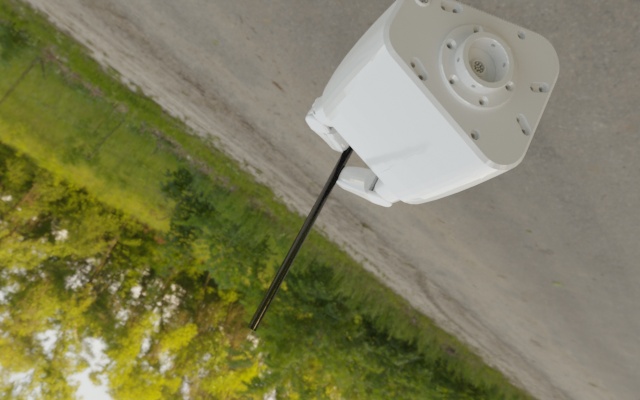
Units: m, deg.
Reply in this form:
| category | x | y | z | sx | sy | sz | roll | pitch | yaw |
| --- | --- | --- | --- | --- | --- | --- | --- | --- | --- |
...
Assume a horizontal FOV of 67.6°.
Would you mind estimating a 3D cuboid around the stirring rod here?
| category | x | y | z | sx | sy | sz | roll | pitch | yaw |
| --- | --- | --- | --- | --- | --- | --- | --- | --- | --- |
| stirring rod | 0.000 | 0.001 | 0.414 | 0.011 | 0.239 | 0.011 | 26 | -16 | 8 |
